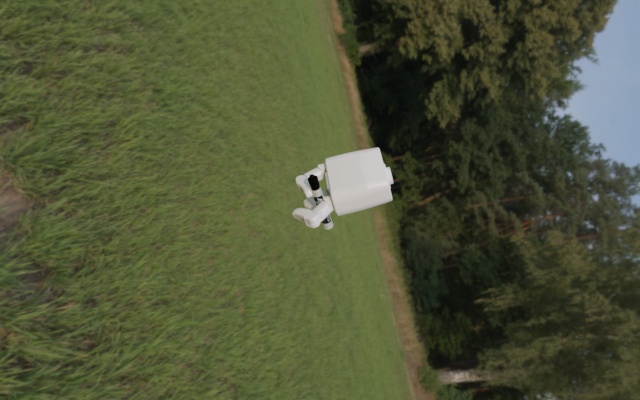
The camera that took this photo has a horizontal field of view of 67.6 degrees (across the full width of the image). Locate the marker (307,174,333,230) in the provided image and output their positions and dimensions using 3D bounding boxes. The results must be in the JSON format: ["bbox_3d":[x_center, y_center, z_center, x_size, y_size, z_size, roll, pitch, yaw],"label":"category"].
[{"bbox_3d":[0.000,0.003,0.869,0.020,0.121,0.020,-12,36,9],"label":"marker"}]
